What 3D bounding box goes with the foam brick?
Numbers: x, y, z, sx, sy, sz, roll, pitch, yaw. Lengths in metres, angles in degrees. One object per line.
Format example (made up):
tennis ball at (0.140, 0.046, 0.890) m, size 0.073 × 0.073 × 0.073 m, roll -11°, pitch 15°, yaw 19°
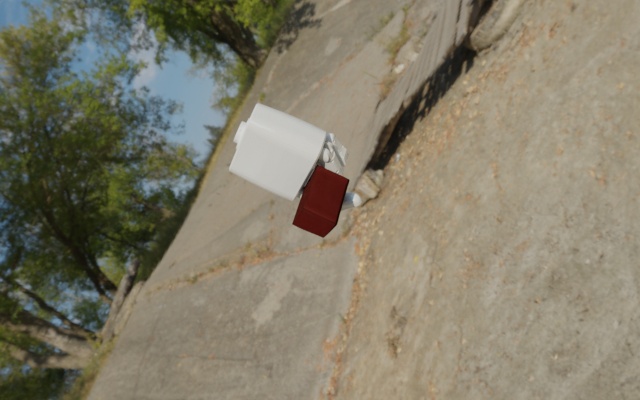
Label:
foam brick at (0.000, 0.002, 0.664) m, size 0.051 × 0.078 × 0.053 m, roll 24°, pitch -34°, yaw -10°
